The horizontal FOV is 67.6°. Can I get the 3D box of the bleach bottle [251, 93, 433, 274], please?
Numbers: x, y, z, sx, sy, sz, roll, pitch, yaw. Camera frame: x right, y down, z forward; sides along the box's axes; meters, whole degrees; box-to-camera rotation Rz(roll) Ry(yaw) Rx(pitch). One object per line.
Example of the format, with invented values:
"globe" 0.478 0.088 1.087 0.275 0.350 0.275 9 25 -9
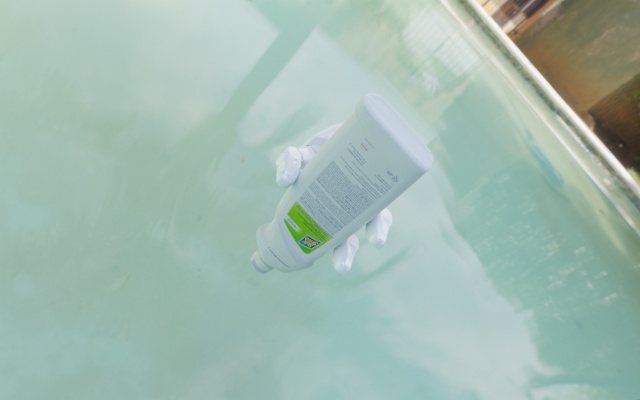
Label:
"bleach bottle" 0.000 0.002 0.538 0.251 0.102 0.068 -41 1 30
